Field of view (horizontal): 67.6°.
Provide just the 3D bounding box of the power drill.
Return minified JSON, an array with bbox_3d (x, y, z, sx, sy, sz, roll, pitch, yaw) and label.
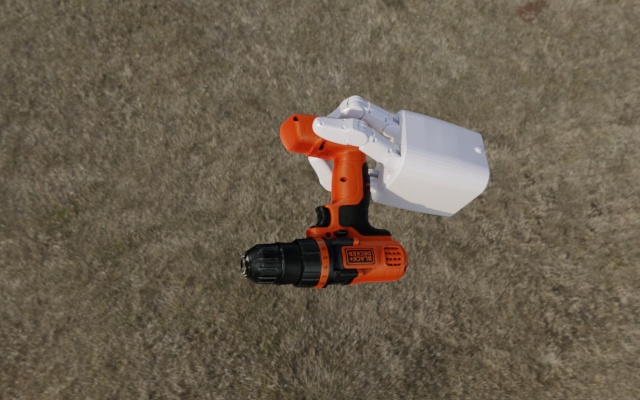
[{"bbox_3d":[0.000,0.001,0.522,0.184,0.187,0.057,3,-19,-25],"label":"power drill"}]
